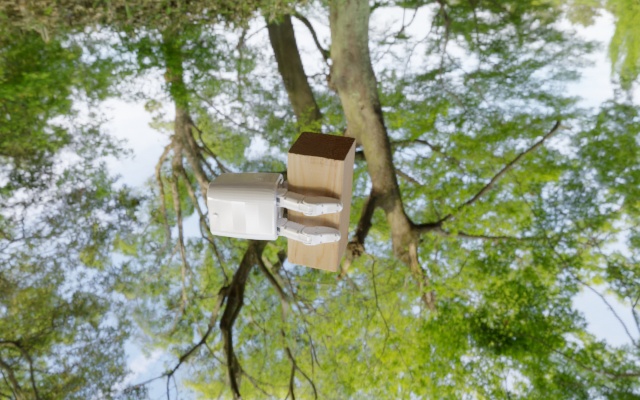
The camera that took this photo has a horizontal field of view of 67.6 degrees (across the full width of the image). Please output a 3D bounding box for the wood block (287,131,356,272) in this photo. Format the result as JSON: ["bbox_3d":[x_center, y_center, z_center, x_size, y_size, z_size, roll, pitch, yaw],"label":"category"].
[{"bbox_3d":[0.000,0.002,0.785,0.090,0.206,0.090,9,32,11],"label":"wood block"}]
